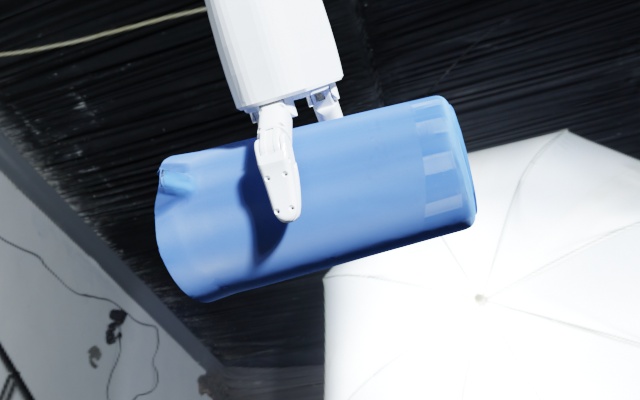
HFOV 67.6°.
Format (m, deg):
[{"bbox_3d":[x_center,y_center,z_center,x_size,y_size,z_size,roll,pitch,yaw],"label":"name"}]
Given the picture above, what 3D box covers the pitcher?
[{"bbox_3d":[0.000,0.001,0.409,0.243,0.145,0.149,-14,13,13],"label":"pitcher"}]
